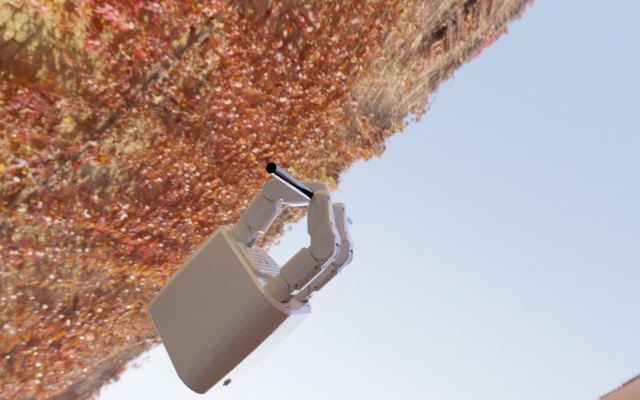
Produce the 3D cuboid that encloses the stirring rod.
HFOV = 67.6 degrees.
[{"bbox_3d":[0.000,0.001,0.434,0.011,0.011,0.239,0,-11,16],"label":"stirring rod"}]
